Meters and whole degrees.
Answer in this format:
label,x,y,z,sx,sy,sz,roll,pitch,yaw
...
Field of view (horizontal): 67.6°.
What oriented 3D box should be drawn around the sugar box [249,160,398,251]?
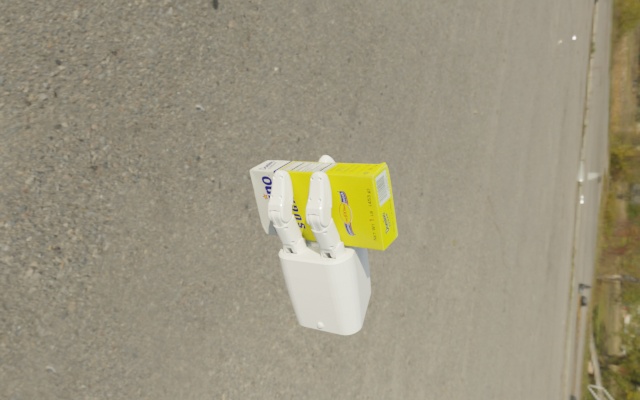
label,x,y,z,sx,sy,sz,roll,pitch,yaw
sugar box,0.000,0.002,0.573,0.176,0.093,0.048,3,25,32
